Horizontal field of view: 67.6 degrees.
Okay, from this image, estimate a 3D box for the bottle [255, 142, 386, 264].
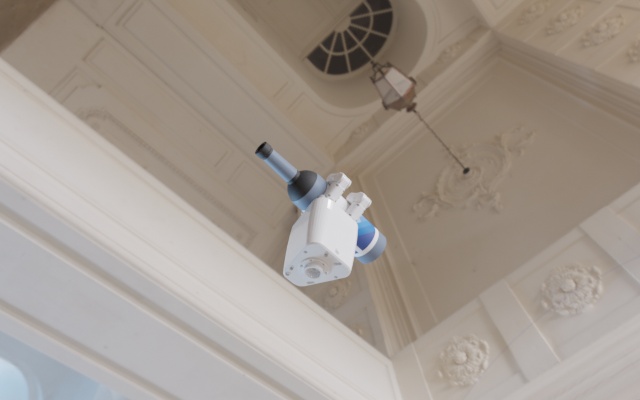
[{"bbox_3d":[0.000,0.003,0.849,0.296,0.069,0.069,42,-20,-24],"label":"bottle"}]
